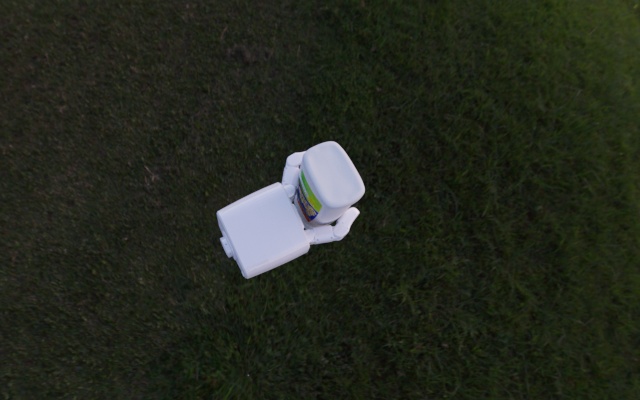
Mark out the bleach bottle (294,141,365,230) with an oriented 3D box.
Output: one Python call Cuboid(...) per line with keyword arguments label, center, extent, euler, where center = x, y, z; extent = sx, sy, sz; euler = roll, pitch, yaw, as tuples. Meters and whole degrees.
Cuboid(label="bleach bottle", center=(0.000, 0.002, 0.777), extent=(0.068, 0.102, 0.251), euler=(-24, -15, -16))
